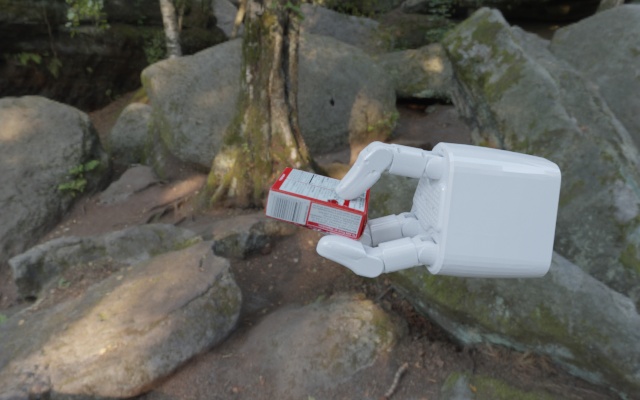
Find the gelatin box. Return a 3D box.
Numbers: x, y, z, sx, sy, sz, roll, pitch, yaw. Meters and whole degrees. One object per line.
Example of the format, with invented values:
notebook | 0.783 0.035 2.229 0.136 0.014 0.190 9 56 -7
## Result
gelatin box | 0.000 0.001 0.444 0.089 0.030 0.073 15 21 2
